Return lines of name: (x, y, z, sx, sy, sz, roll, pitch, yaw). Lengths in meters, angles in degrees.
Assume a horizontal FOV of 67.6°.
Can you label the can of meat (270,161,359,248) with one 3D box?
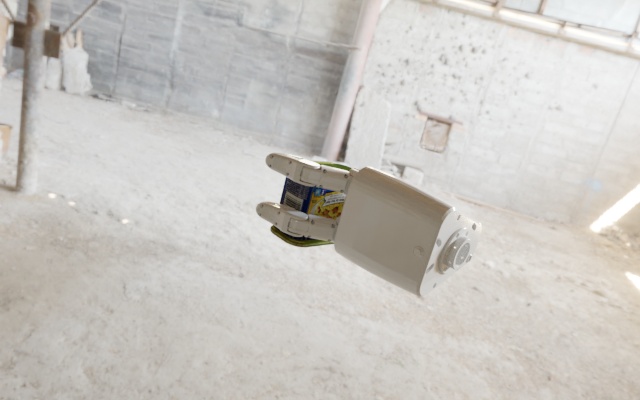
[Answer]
can of meat: (0.000, 0.001, 0.548, 0.102, 0.084, 0.057, -2, 23, -45)
